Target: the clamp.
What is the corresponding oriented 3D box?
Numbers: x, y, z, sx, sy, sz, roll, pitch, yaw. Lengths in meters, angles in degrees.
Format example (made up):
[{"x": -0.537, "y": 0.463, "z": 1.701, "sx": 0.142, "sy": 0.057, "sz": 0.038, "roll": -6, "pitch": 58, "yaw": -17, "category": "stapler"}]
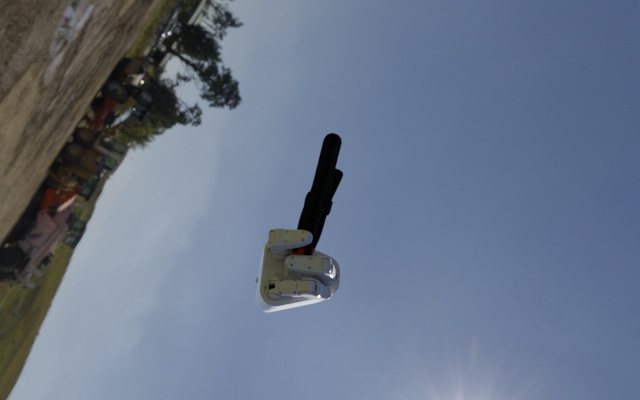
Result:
[{"x": 0.001, "y": 0.002, "z": 0.675, "sx": 0.039, "sy": 0.171, "sz": 0.120, "roll": 16, "pitch": -12, "yaw": 16, "category": "clamp"}]
